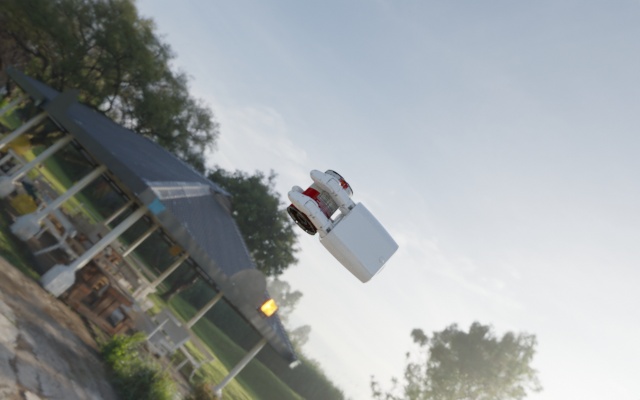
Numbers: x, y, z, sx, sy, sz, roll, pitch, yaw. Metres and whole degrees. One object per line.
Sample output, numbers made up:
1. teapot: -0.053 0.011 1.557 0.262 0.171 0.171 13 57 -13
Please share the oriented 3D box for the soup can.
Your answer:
1. soup can: 0.000 0.002 0.836 0.102 0.068 0.068 -44 16 -18
